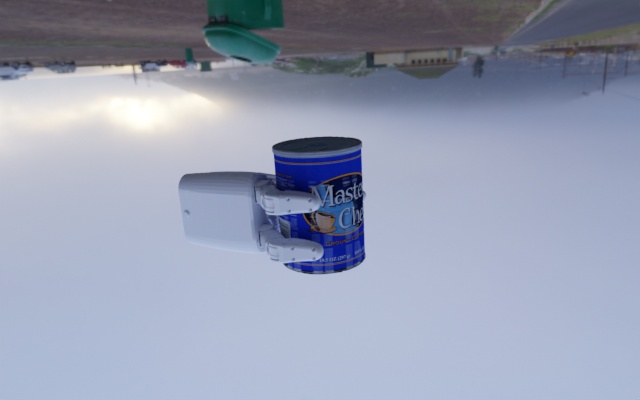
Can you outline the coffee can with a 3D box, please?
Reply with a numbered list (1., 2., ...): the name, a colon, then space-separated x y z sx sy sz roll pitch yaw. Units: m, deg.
1. coffee can: 0.000 0.002 0.562 0.103 0.140 0.102 -3 16 1
